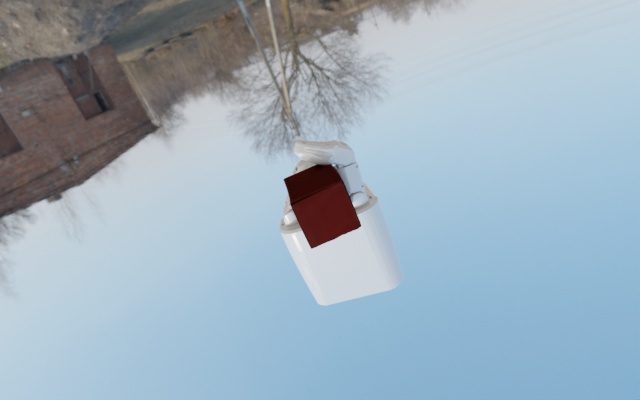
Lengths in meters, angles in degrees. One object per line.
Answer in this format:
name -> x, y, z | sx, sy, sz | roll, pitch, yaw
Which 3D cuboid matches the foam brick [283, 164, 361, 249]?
foam brick -> 0.000, 0.002, 0.462 | 0.053, 0.051, 0.078 | -23, 21, 0
